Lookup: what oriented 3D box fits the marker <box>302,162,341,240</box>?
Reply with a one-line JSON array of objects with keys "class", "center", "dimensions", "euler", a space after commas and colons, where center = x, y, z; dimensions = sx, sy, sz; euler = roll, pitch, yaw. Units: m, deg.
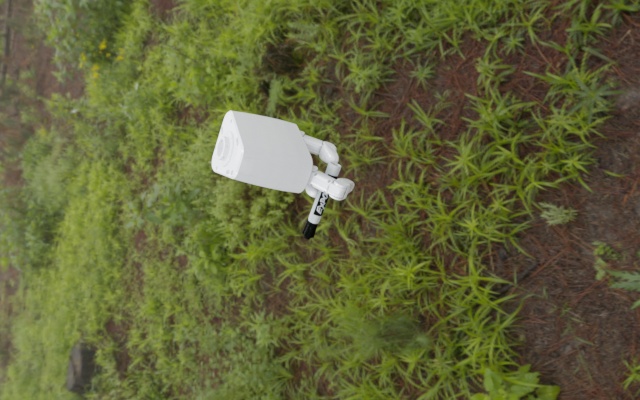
[{"class": "marker", "center": [0.000, 0.002, 0.691], "dimensions": [0.020, 0.121, 0.020], "euler": [19, 18, -6]}]
